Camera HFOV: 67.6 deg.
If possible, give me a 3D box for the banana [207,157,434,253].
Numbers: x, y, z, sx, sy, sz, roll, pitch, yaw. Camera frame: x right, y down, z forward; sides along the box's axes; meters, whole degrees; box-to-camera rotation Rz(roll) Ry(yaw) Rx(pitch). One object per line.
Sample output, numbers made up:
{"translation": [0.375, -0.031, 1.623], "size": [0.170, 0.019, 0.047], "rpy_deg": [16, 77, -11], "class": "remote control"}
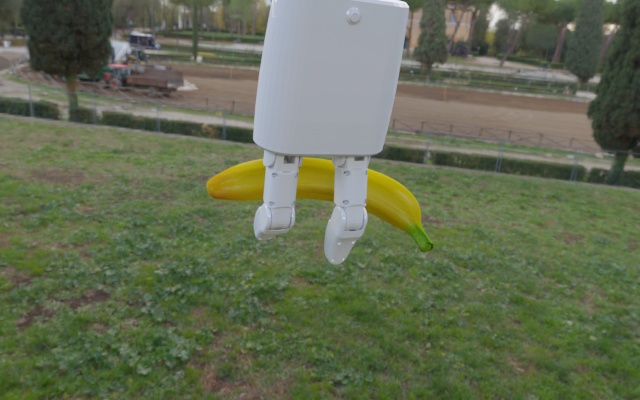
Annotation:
{"translation": [0.005, -0.009, 0.418], "size": [0.198, 0.037, 0.069], "rpy_deg": [13, 36, -4], "class": "banana"}
